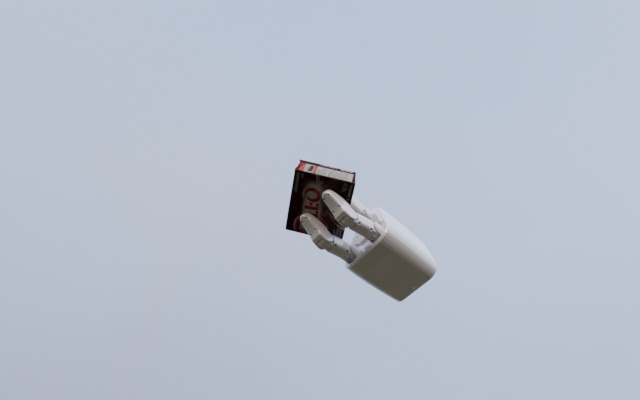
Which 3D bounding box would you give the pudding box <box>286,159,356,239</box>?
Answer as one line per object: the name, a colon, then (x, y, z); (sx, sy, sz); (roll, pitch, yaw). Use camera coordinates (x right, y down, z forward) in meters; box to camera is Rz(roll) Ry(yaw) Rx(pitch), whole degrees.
pudding box: (0.000, 0.002, 0.718); (0.090, 0.114, 0.039); (13, 31, 3)
